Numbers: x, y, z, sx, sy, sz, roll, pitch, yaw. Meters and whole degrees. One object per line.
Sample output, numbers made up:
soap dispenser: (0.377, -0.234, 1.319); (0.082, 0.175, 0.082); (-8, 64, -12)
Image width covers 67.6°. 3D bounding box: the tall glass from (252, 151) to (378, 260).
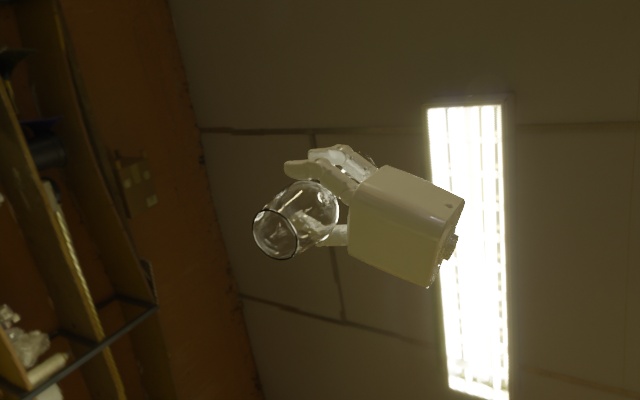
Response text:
tall glass: (0.000, 0.002, 0.598); (0.079, 0.079, 0.201); (0, 21, 34)
